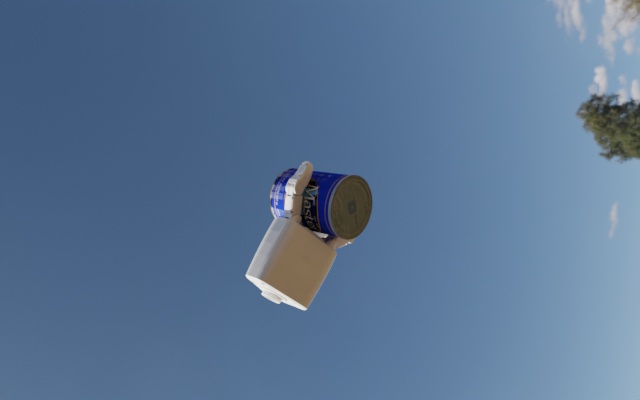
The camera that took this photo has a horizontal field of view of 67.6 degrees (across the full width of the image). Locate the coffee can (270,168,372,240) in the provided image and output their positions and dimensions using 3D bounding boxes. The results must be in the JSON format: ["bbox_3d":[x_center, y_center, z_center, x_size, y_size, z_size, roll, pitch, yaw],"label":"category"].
[{"bbox_3d":[0.000,0.002,0.794,0.140,0.103,0.103,10,6,42],"label":"coffee can"}]
